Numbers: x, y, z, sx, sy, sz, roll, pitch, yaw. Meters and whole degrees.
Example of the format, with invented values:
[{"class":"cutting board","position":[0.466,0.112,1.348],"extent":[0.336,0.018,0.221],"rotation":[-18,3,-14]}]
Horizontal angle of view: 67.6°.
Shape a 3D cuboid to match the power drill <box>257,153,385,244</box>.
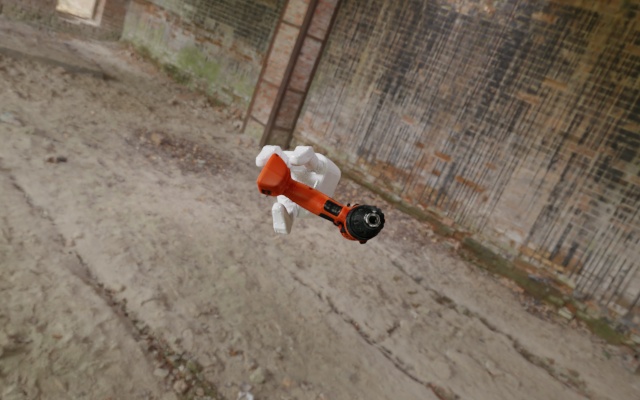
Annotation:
[{"class":"power drill","position":[0.000,0.002,0.701],"extent":[0.187,0.057,0.184],"rotation":[30,-10,-1]}]
